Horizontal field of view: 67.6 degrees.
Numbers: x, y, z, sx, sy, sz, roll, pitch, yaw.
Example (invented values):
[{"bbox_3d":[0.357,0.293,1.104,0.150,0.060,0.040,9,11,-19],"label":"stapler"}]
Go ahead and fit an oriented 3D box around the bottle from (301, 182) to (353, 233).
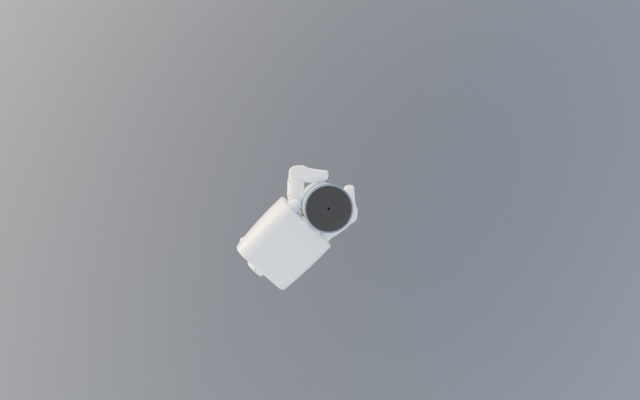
[{"bbox_3d":[0.000,0.003,0.783,0.069,0.069,0.295,0,3,-4],"label":"bottle"}]
